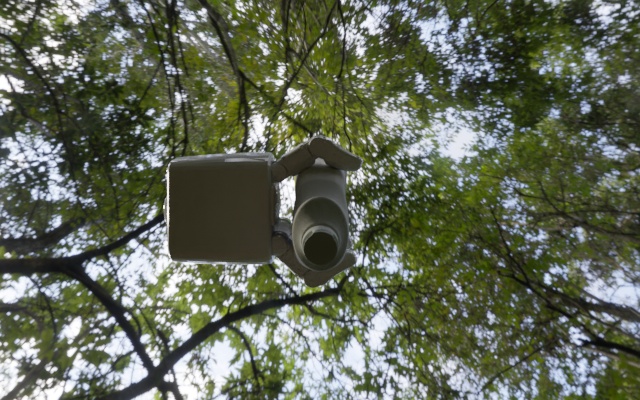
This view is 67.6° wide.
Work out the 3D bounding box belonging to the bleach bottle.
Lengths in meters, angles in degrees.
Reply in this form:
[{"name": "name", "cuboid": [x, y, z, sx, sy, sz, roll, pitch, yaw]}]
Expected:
[{"name": "bleach bottle", "cuboid": [0.000, 0.002, 0.507, 0.068, 0.102, 0.250, 0, 14, 0]}]
